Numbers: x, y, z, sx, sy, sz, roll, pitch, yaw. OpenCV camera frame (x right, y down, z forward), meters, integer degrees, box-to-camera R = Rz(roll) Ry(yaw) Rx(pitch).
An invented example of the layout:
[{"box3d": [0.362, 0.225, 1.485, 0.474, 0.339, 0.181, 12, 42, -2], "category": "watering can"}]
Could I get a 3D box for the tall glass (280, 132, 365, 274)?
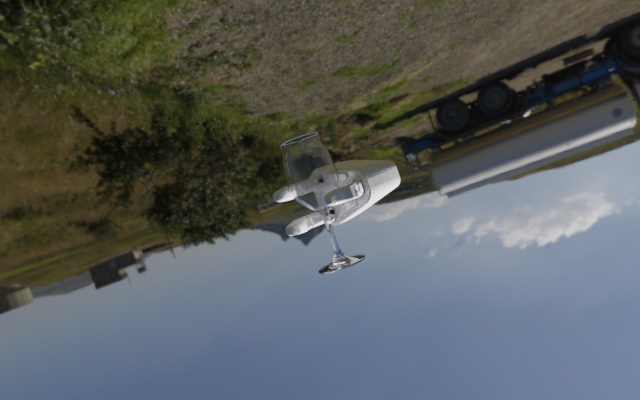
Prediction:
[{"box3d": [0.000, 0.003, 0.714, 0.079, 0.201, 0.079, -19, 3, 1], "category": "tall glass"}]
